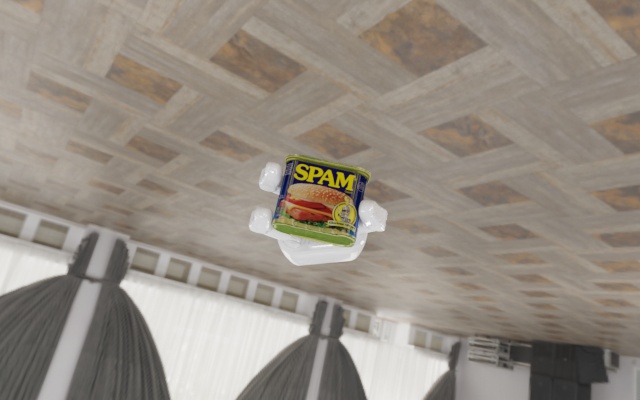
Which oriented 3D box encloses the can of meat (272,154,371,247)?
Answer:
[{"bbox_3d":[0.000,0.002,0.553,0.102,0.084,0.057,12,-17,2],"label":"can of meat"}]
